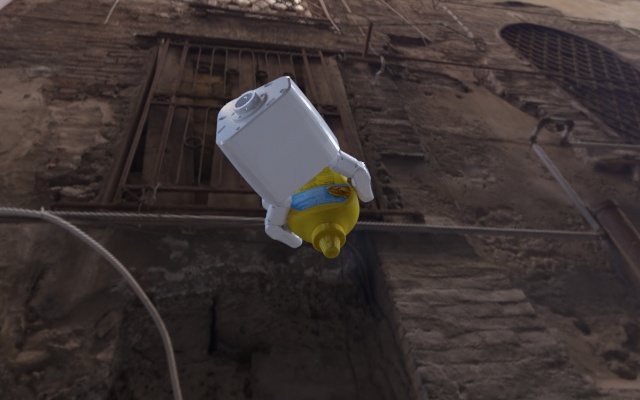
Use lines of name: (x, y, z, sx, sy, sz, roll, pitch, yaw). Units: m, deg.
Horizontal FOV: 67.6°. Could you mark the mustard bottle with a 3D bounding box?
mustard bottle: (0.000, 0.002, 0.632, 0.096, 0.058, 0.191, -11, 39, -2)
